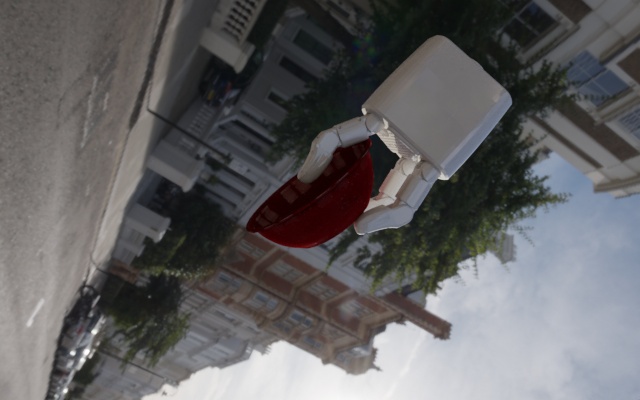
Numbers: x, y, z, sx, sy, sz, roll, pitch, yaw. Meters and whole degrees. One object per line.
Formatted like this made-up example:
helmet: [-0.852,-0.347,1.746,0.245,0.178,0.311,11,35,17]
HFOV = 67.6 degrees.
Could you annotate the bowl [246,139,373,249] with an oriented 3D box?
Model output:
bowl: [-0.001,0.003,0.513,0.162,0.055,0.162,-33,14,10]
